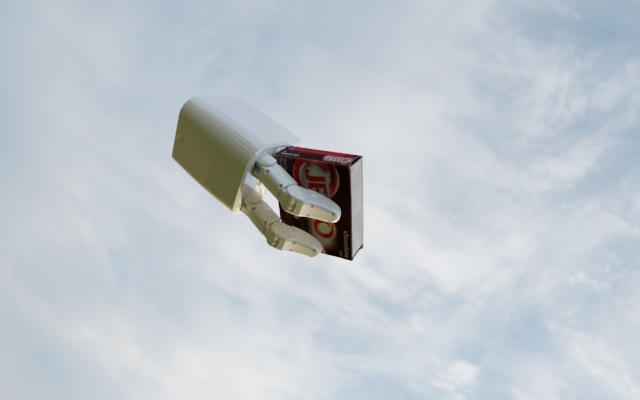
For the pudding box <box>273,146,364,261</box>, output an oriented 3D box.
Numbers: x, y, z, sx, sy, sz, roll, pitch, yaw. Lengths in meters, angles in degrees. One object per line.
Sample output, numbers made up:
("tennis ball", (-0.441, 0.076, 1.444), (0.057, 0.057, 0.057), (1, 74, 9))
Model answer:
("pudding box", (0.000, 0.002, 0.516), (0.090, 0.113, 0.039), (11, 31, 28))
